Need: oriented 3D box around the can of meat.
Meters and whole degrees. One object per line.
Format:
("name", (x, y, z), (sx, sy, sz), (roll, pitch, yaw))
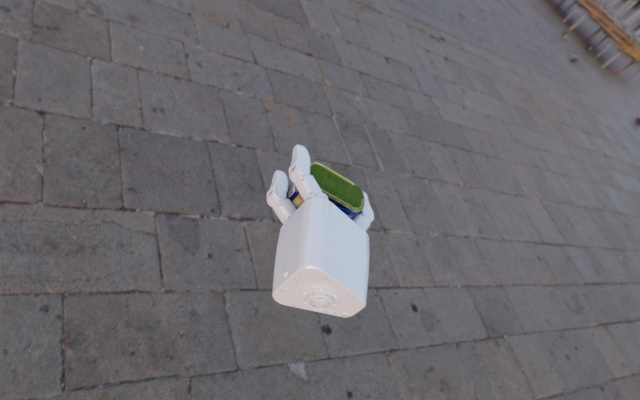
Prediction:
("can of meat", (0.000, 0.002, 0.677), (0.102, 0.057, 0.084), (29, -48, -17))
